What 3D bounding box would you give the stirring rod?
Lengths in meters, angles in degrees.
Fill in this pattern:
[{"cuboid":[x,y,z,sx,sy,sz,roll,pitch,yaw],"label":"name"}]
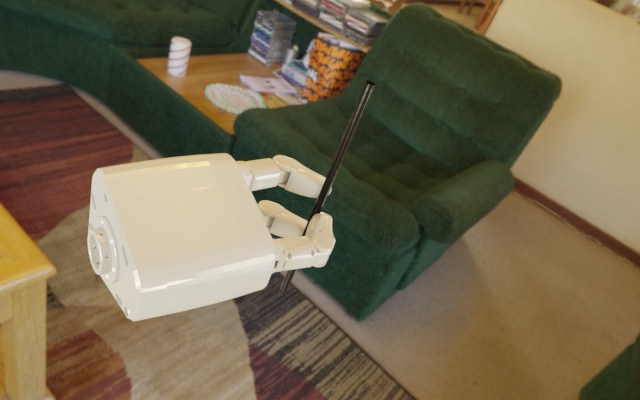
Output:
[{"cuboid":[0.000,0.002,0.437,0.011,0.240,0.011,16,34,-11],"label":"stirring rod"}]
